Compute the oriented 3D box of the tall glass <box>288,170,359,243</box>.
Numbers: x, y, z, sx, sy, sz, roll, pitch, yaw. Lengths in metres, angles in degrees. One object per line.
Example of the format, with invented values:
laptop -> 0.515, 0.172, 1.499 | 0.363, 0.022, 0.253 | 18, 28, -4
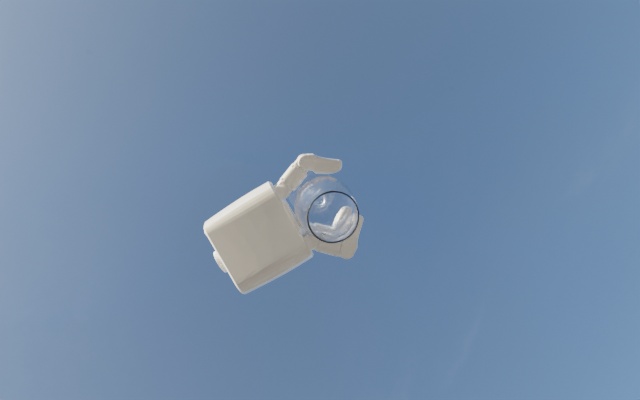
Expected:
tall glass -> 0.000, 0.002, 0.642 | 0.079, 0.079, 0.201 | 0, 10, -9
